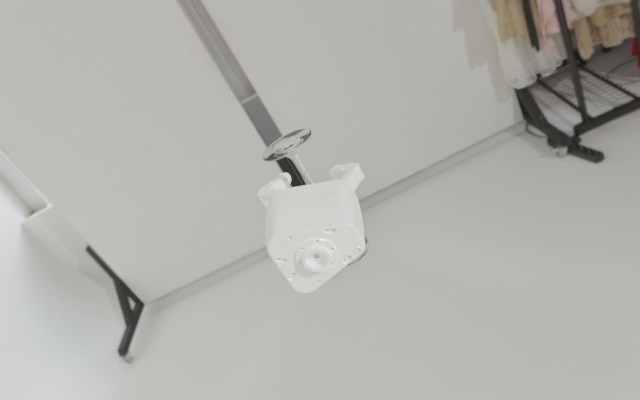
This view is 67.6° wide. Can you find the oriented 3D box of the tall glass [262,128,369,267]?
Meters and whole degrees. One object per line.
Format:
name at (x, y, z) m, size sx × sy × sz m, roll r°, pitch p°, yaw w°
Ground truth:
tall glass at (0.000, 0.002, 0.676) m, size 0.079 × 0.201 × 0.079 m, roll -24°, pitch 27°, yaw 13°
